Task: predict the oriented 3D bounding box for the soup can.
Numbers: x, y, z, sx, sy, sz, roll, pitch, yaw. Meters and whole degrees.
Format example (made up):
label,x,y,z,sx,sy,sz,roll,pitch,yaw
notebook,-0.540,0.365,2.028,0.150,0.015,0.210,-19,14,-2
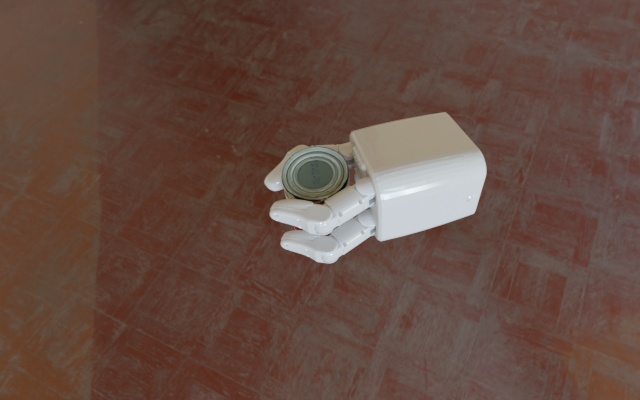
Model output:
label,x,y,z,sx,sy,sz,roll,pitch,yaw
soup can,0.000,0.001,0.497,0.068,0.068,0.102,0,-35,7
